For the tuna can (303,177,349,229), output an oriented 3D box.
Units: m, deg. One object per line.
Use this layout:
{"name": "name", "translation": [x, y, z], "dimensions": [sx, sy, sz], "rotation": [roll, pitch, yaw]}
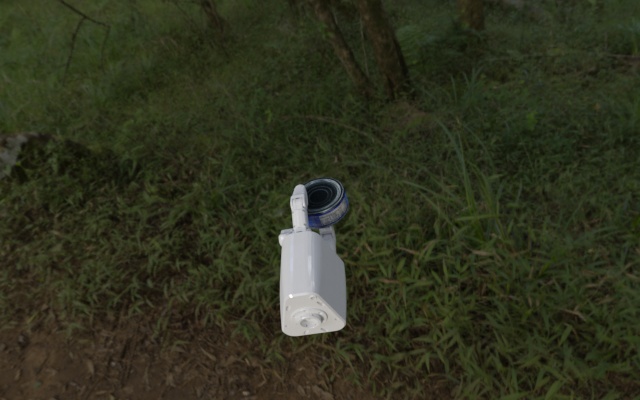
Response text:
{"name": "tuna can", "translation": [0.000, 0.002, 0.758], "dimensions": [0.086, 0.034, 0.086], "rotation": [-11, 42, 10]}
